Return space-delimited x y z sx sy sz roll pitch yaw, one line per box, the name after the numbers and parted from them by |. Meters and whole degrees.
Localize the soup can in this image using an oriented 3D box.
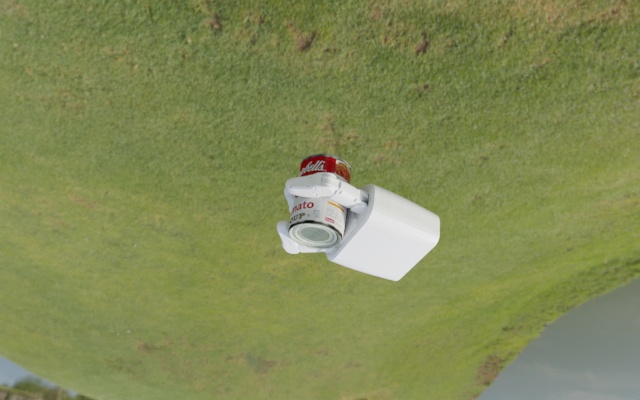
0.000 0.002 0.598 0.068 0.102 0.068 7 -32 4 | soup can
